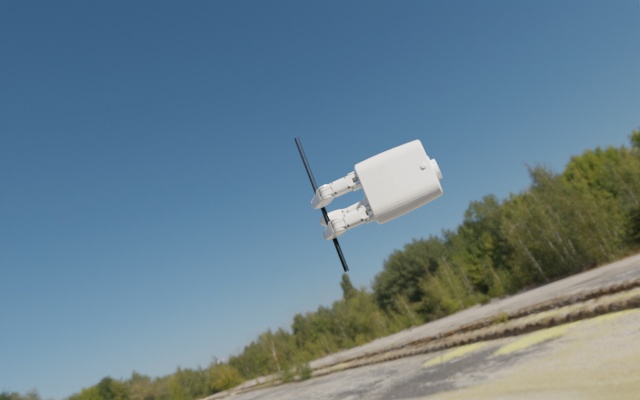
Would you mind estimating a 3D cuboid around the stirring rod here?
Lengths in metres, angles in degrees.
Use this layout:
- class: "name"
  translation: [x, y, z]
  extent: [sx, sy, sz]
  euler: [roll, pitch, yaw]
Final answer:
- class: "stirring rod"
  translation: [0.000, 0.003, 0.781]
  extent: [0.011, 0.239, 0.011]
  euler: [-19, -16, -6]
